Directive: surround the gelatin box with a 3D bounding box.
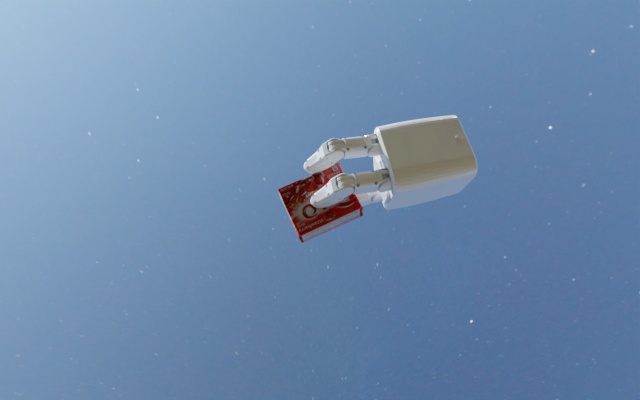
[{"bbox_3d":[0.000,0.002,0.614,0.089,0.073,0.030,-24,-25,-5],"label":"gelatin box"}]
